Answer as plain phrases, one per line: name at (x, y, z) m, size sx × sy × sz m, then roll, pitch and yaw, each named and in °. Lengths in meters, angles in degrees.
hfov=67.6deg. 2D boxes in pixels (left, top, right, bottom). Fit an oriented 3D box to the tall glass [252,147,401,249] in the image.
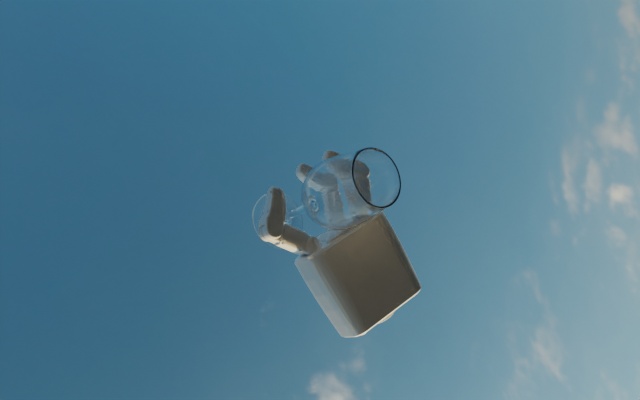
tall glass at (0.000, 0.002, 0.537) m, size 0.079 × 0.079 × 0.201 m, roll 0°, pitch -14°, yaw -34°
